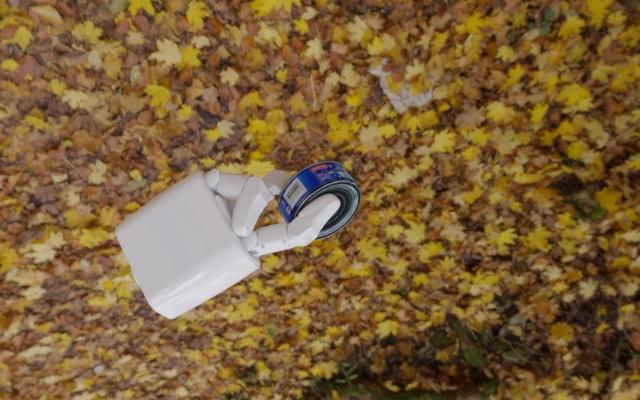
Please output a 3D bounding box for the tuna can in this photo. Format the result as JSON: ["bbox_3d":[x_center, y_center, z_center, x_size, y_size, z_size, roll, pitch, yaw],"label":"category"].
[{"bbox_3d":[0.000,0.002,0.506,0.086,0.086,0.033,0,40,-39],"label":"tuna can"}]
